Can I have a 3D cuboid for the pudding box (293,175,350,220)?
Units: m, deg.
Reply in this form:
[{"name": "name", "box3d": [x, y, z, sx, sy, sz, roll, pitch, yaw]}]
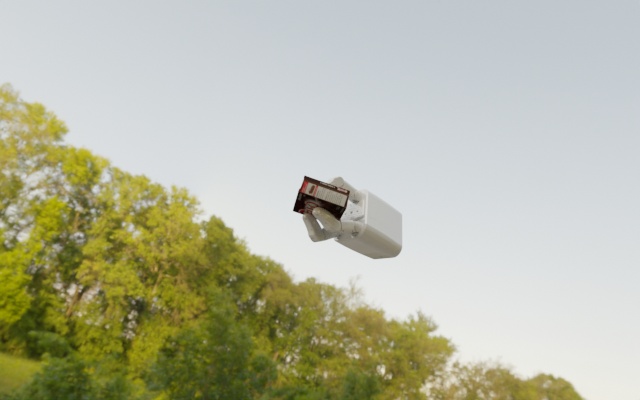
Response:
[{"name": "pudding box", "box3d": [0.000, 0.003, 0.875, 0.090, 0.039, 0.113, 18, -23, -2]}]
